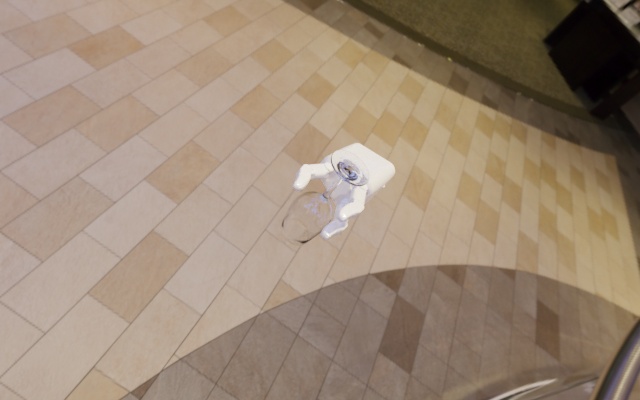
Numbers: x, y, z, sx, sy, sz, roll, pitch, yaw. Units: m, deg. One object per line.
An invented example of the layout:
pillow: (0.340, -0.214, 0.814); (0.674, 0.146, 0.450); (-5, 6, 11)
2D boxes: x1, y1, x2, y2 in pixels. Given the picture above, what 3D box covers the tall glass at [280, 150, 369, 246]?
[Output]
tall glass: (0.000, 0.002, 0.842); (0.079, 0.079, 0.201); (0, -35, -37)
